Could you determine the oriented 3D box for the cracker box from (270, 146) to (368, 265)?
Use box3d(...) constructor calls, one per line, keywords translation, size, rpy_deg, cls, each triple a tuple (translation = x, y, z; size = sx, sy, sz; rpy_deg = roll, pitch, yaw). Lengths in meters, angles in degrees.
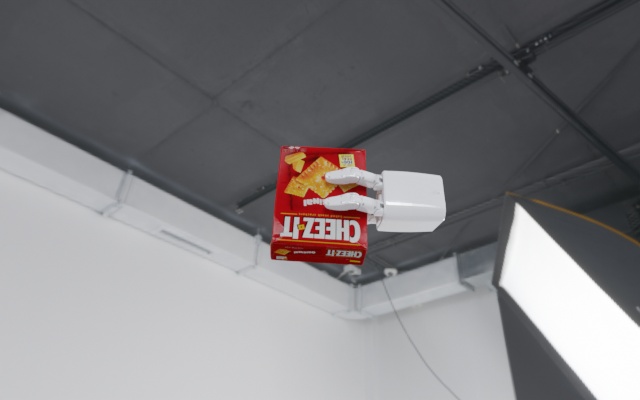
box3d(translation=(0.000, 0.003, 0.866), size=(0.164, 0.213, 0.072), rpy_deg=(3, -34, -1), cls="cracker box")
